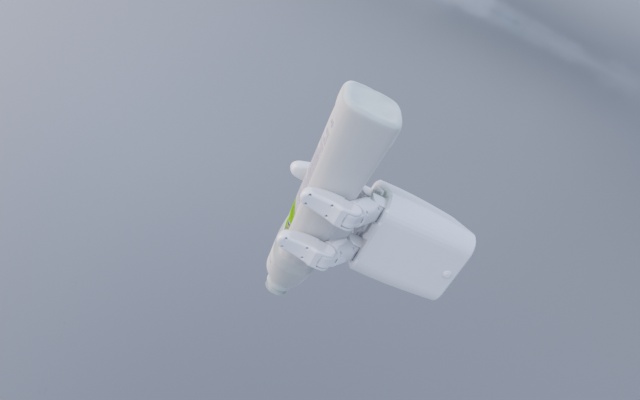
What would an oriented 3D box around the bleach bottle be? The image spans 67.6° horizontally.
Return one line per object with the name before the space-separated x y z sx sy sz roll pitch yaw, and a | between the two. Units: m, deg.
bleach bottle | 0.000 0.002 0.525 0.068 0.251 0.102 25 28 -6
